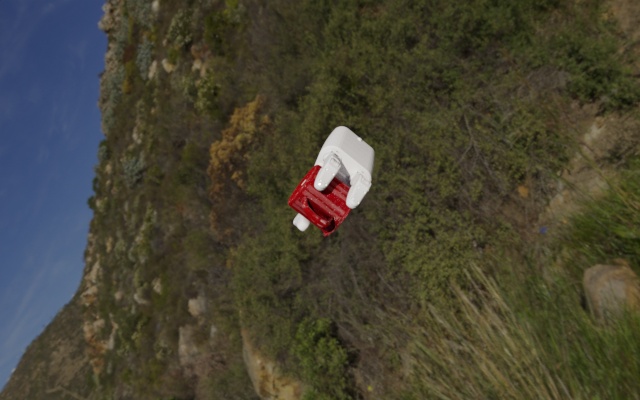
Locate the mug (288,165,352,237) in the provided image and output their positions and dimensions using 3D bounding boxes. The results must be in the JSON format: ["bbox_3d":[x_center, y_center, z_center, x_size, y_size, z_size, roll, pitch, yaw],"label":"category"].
[{"bbox_3d":[0.000,0.003,0.750,0.081,0.093,0.117,37,29,-8],"label":"mug"}]
